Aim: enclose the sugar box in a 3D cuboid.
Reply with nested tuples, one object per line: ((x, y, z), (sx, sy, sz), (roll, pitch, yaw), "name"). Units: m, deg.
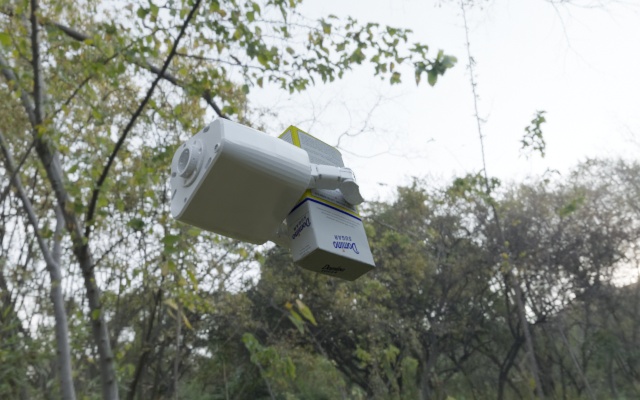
((0.000, 0.002, 0.559), (0.093, 0.176, 0.048), (23, -47, -39), "sugar box")
